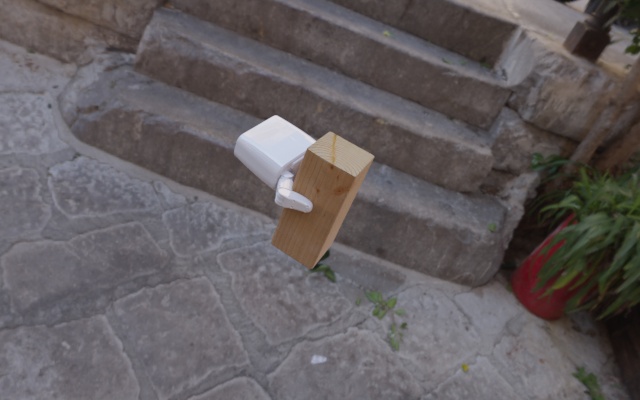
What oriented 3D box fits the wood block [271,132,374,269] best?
[{"bbox_3d":[0.000,0.002,0.810,0.090,0.206,0.090,31,35,11],"label":"wood block"}]
